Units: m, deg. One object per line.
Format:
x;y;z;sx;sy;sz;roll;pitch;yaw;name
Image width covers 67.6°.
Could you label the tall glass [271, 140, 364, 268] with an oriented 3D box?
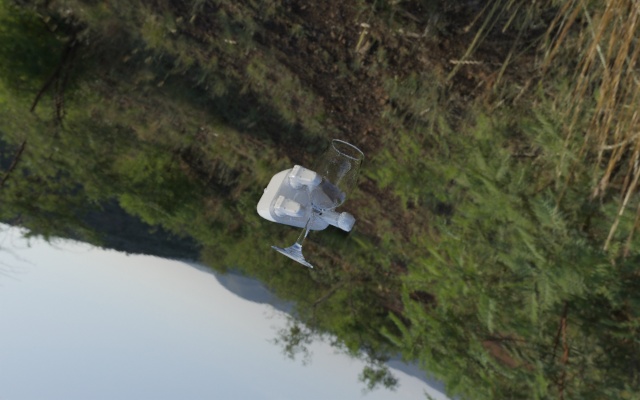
0.000;0.003;0.771;0.079;0.201;0.079;27;-10;5;tall glass
